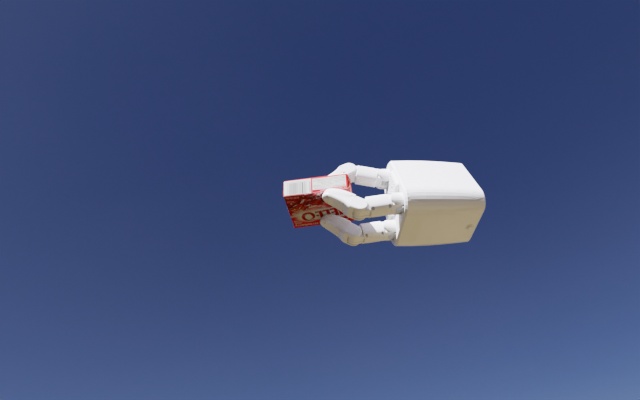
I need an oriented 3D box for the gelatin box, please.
[{"bbox_3d":[0.000,0.002,0.647,0.089,0.030,0.073,-7,-38,6],"label":"gelatin box"}]
